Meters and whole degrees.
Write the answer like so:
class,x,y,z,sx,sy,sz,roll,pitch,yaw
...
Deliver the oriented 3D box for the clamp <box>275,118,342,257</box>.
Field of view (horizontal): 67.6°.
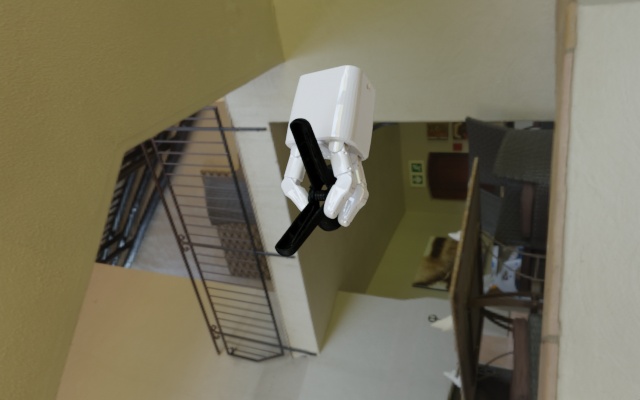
class,x,y,z,sx,sy,sz,roll,pitch,yaw
clamp,0.000,0.002,0.641,0.036,0.164,0.210,6,-10,24
